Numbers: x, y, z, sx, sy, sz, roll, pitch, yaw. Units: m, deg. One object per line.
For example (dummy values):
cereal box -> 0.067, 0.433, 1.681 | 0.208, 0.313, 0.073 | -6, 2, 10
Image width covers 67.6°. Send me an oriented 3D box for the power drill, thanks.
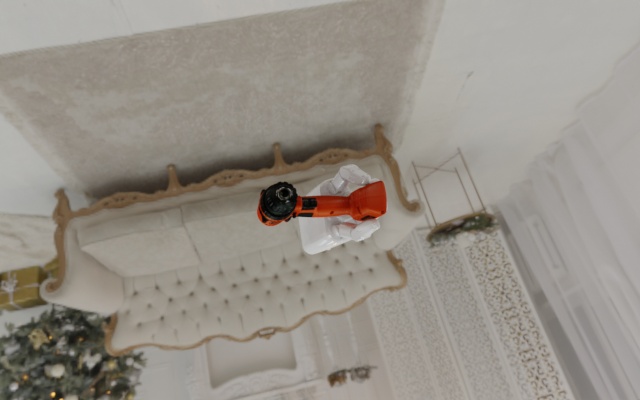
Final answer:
power drill -> 0.001, 0.002, 0.721 | 0.187, 0.057, 0.184 | -1, -8, -13
